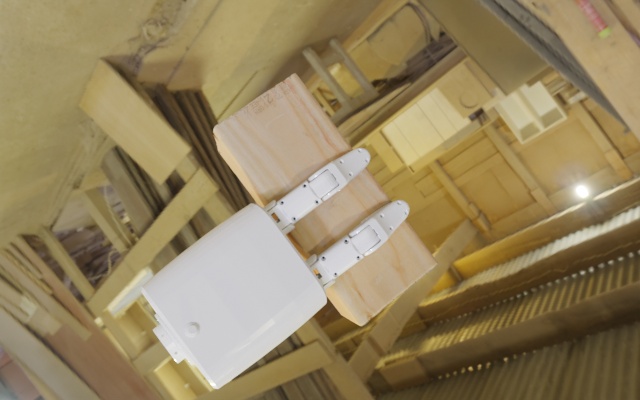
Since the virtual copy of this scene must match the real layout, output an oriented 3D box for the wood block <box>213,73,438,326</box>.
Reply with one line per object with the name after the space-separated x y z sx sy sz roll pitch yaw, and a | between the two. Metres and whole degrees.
0.000 0.002 0.445 0.090 0.206 0.091 -37 0 -11 | wood block
